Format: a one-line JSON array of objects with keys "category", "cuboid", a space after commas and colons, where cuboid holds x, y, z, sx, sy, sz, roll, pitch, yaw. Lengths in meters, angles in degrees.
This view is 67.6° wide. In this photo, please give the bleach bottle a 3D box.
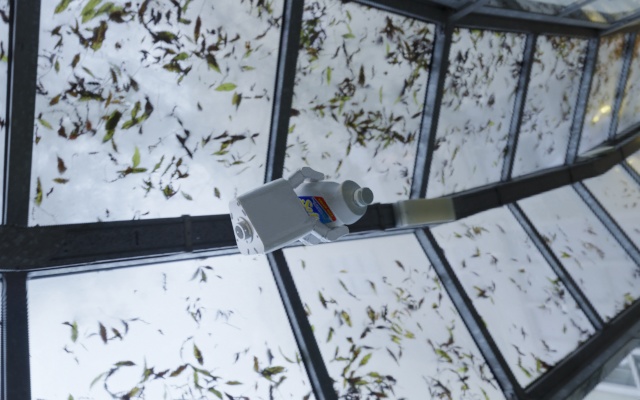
[{"category": "bleach bottle", "cuboid": [0.000, 0.003, 0.891, 0.068, 0.102, 0.251, -27, 8, -38]}]
